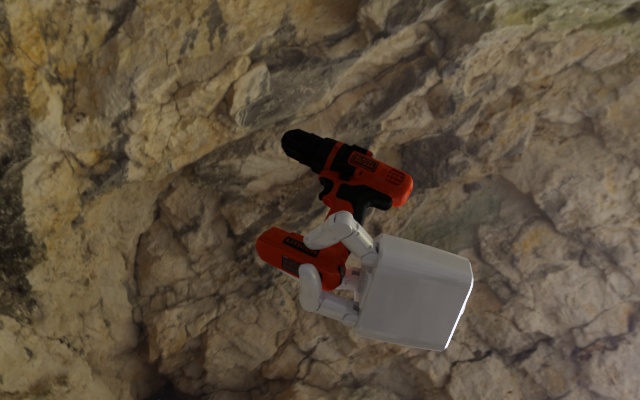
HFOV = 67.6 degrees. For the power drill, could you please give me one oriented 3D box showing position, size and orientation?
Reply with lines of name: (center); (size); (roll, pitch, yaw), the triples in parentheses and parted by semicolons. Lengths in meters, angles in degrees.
power drill: (0.000, 0.002, 0.586); (0.184, 0.187, 0.057); (24, -31, 14)
